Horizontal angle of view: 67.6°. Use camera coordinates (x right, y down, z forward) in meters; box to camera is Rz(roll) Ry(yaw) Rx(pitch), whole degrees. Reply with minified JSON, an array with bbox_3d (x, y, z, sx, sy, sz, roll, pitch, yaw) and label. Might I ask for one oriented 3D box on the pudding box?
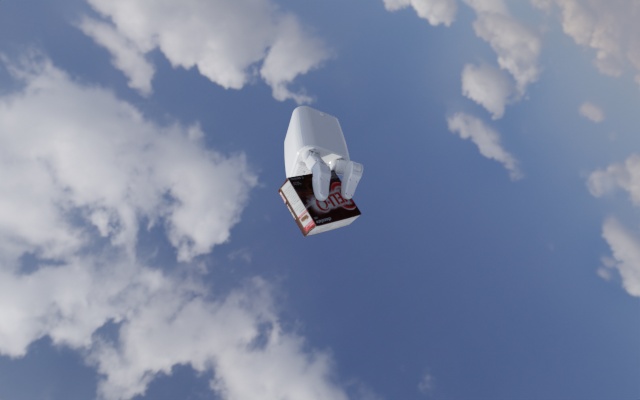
[{"bbox_3d":[0.000,0.003,0.751,0.113,0.090,0.039,-14,-25,-45],"label":"pudding box"}]
